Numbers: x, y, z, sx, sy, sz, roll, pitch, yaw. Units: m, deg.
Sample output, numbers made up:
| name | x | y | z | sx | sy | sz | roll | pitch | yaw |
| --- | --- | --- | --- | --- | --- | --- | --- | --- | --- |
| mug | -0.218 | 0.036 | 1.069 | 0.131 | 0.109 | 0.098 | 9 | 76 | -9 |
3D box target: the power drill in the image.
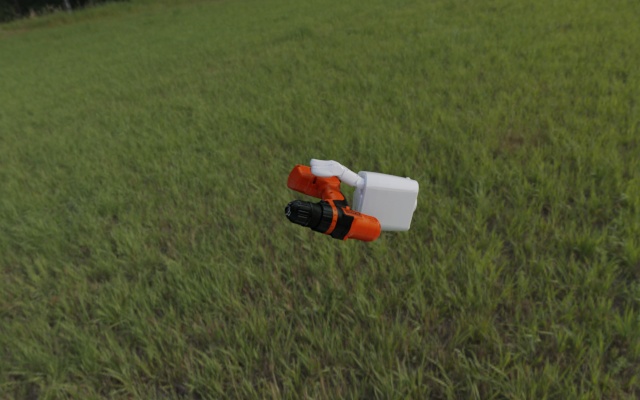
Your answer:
| name | x | y | z | sx | sy | sz | roll | pitch | yaw |
| --- | --- | --- | --- | --- | --- | --- | --- | --- | --- |
| power drill | 0.000 | 0.003 | 0.871 | 0.184 | 0.057 | 0.187 | 16 | 23 | -29 |
